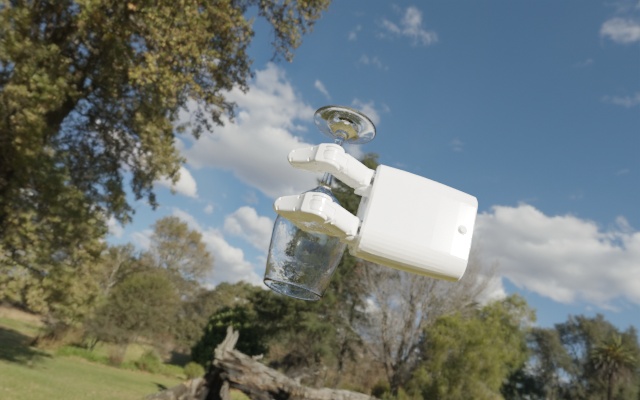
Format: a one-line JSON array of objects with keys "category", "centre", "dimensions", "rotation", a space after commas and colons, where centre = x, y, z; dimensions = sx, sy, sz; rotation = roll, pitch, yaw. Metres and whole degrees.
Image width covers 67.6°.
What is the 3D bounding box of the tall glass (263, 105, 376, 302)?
[{"category": "tall glass", "centre": [0.000, 0.001, 0.508], "dimensions": [0.079, 0.201, 0.079], "rotation": [15, -22, 6]}]
